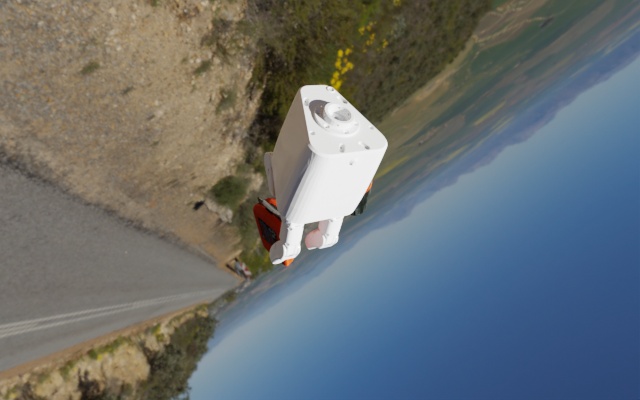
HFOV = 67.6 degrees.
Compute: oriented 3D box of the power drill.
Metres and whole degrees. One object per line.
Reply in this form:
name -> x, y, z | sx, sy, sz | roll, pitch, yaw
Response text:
power drill -> 0.000, 0.002, 0.659 | 0.057, 0.187, 0.185 | 35, -26, 28
